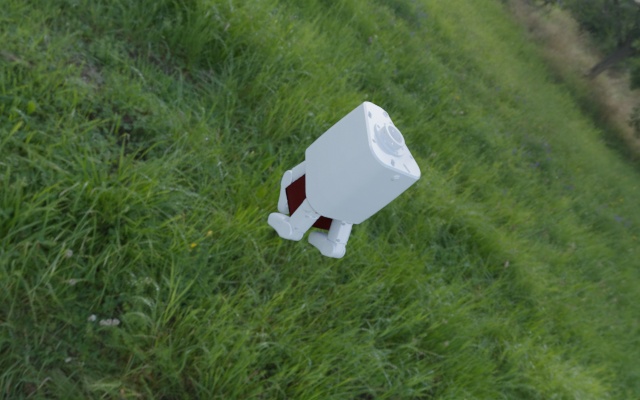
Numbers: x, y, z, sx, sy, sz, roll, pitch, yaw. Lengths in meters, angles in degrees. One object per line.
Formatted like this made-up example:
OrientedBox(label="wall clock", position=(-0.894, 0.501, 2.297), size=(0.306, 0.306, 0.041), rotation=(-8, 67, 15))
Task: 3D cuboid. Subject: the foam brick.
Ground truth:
OrientedBox(label="foam brick", position=(0.000, 0.002, 0.642), size=(0.078, 0.053, 0.051), rotation=(15, -38, -43))
